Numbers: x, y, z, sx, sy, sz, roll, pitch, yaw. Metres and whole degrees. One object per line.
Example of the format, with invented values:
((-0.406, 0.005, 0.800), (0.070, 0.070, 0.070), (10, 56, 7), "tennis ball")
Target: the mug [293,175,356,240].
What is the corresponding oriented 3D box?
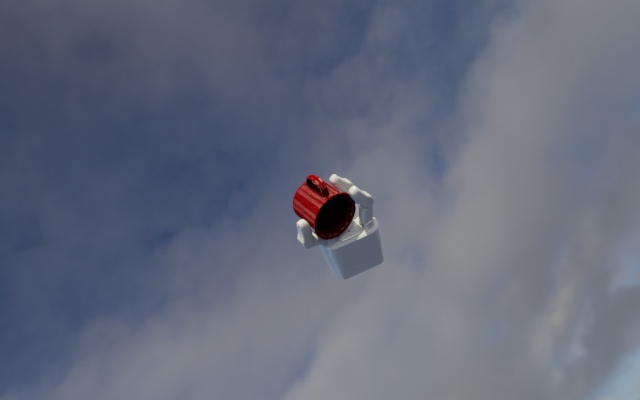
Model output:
((0.000, 0.002, 0.858), (0.093, 0.117, 0.081), (-36, 44, -19), "mug")
